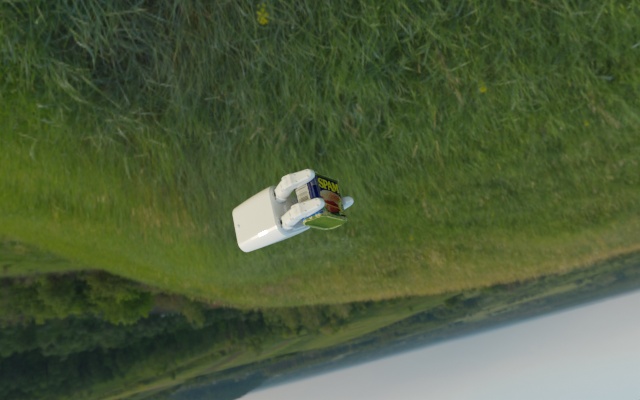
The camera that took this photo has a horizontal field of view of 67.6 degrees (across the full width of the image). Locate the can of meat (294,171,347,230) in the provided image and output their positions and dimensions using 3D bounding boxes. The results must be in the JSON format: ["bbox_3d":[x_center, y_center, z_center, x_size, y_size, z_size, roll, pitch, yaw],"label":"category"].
[{"bbox_3d":[0.000,0.003,0.865,0.057,0.084,0.102,-24,-21,27],"label":"can of meat"}]
